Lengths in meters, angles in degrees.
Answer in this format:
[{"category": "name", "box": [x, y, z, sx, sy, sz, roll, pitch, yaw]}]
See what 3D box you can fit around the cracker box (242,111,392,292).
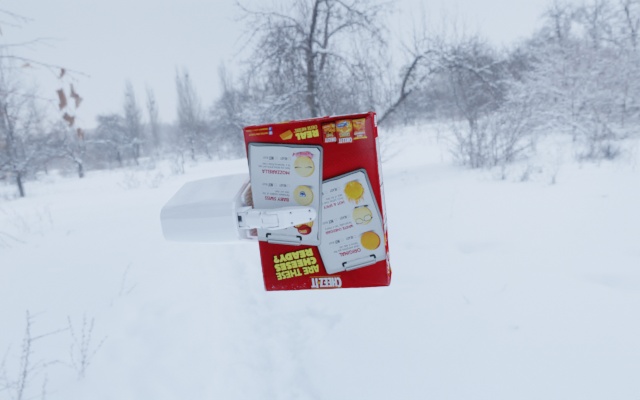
[{"category": "cracker box", "box": [0.000, 0.002, 0.613, 0.164, 0.214, 0.072, -5, 10, 13]}]
